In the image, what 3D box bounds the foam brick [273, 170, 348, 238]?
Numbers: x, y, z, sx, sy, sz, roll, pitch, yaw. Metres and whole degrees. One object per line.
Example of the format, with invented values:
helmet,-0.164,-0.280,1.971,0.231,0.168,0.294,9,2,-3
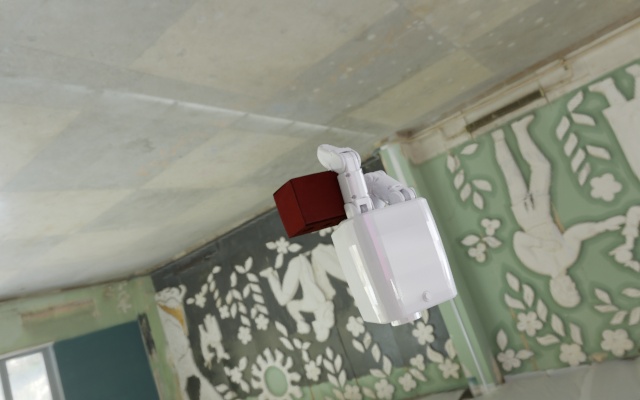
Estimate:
foam brick,0.000,0.002,0.499,0.078,0.051,0.053,-14,-10,-27
